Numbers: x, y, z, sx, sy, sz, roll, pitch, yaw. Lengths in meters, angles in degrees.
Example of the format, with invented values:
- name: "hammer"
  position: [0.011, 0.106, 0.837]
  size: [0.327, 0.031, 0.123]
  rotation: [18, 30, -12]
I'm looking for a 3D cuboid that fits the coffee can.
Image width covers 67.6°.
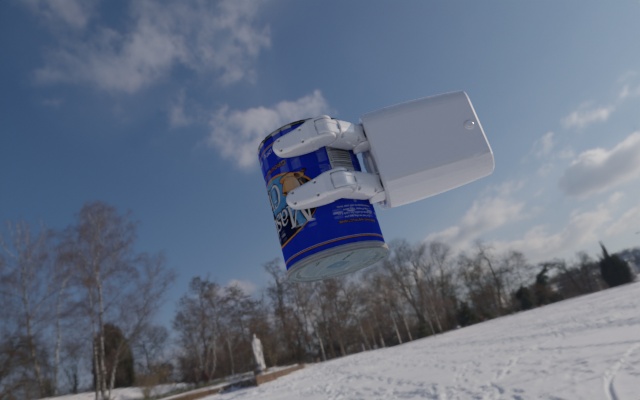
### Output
- name: "coffee can"
  position: [0.000, 0.002, 0.490]
  size: [0.103, 0.140, 0.103]
  rotation: [-14, -20, -5]
